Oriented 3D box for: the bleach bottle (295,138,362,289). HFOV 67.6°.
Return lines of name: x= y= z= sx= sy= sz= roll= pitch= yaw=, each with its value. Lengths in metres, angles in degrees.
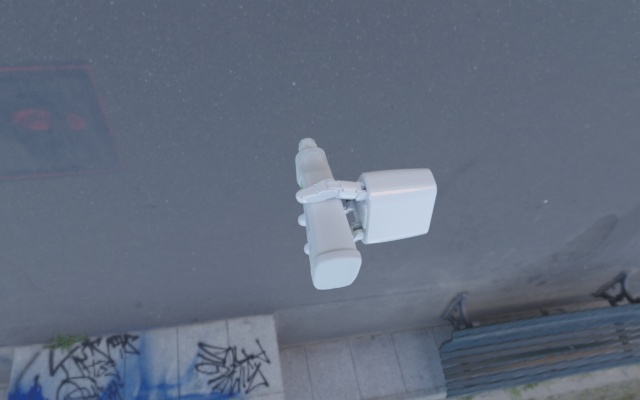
bleach bottle: x=0.000 y=0.003 z=0.735 sx=0.068 sy=0.250 sz=0.103 roll=-7 pitch=-32 yaw=-9
